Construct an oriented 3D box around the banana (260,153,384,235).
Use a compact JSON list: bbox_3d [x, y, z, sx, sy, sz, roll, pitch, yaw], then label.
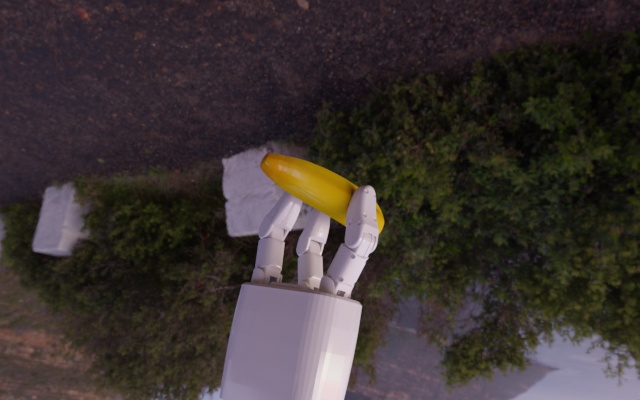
[{"bbox_3d":[0.018,0.004,0.465,0.069,0.037,0.198,7,-15,29],"label":"banana"}]
